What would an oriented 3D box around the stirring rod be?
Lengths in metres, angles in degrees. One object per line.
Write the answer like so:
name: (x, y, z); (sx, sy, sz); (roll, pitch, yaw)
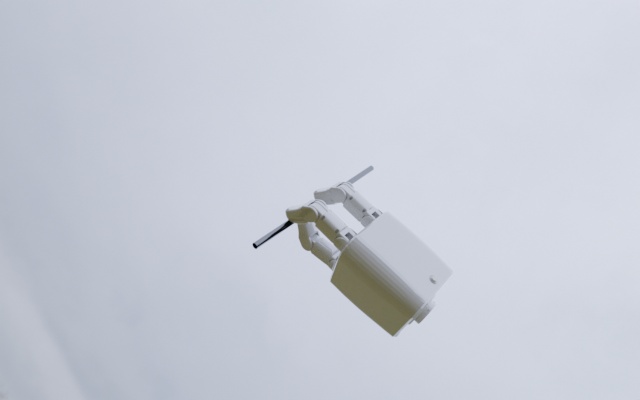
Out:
stirring rod: (0.000, 0.002, 0.624); (0.011, 0.011, 0.239); (0, 25, 43)
